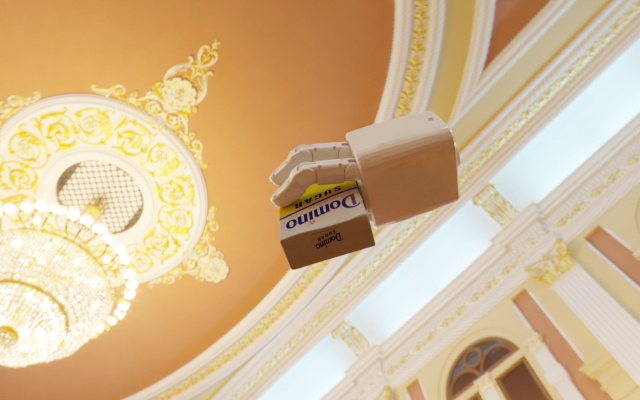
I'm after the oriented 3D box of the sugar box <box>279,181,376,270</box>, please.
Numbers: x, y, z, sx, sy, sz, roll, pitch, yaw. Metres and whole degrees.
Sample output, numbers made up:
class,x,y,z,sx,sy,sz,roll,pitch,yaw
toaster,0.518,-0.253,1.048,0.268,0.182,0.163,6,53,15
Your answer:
class,x,y,z,sx,sy,sz,roll,pitch,yaw
sugar box,0.000,0.001,0.551,0.093,0.048,0.176,-17,26,3
